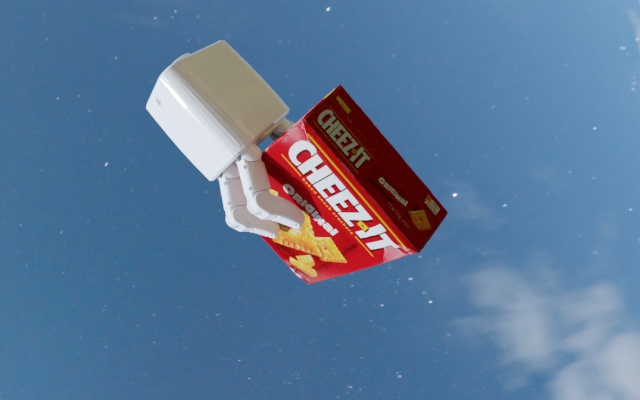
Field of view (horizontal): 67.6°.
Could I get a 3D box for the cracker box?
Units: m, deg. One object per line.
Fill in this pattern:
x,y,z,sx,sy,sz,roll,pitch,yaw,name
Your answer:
0.000,0.002,0.519,0.072,0.164,0.214,-48,11,-33,cracker box
